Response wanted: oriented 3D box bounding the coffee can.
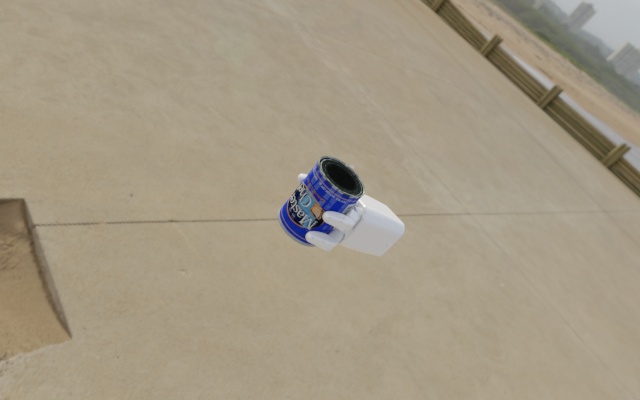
[{"bbox_3d":[0.000,0.003,0.884,0.103,0.102,0.140,0,-42,-48],"label":"coffee can"}]
